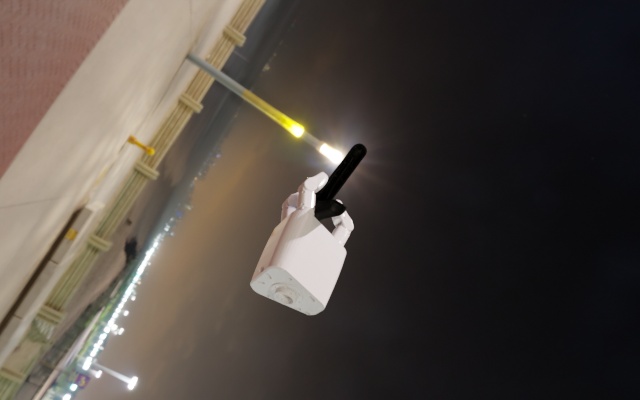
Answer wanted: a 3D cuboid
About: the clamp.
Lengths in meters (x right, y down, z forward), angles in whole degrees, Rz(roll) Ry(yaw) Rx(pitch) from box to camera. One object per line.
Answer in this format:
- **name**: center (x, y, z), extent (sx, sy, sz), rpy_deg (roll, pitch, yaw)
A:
- **clamp**: center (0.000, 0.003, 0.785), extent (0.036, 0.164, 0.210), rpy_deg (37, -42, -11)
